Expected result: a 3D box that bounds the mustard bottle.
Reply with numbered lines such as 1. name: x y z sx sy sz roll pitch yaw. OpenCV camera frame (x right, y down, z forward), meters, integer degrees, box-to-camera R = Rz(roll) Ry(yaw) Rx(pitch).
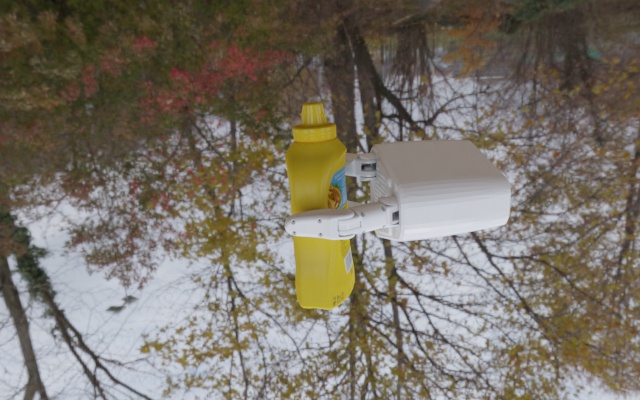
1. mustard bottle: 0.000 0.002 0.468 0.058 0.192 0.096 1 17 15
